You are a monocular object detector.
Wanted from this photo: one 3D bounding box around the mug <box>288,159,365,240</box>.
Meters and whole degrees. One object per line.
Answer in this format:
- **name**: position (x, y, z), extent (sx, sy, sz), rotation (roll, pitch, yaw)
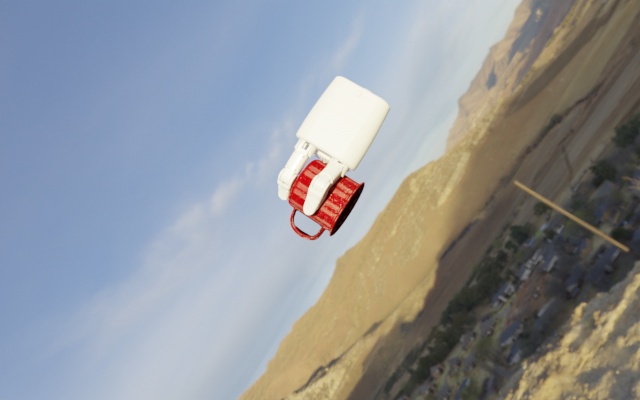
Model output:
- **mug**: position (-0.001, 0.003, 0.702), extent (0.081, 0.117, 0.093), rotation (32, -5, 11)
